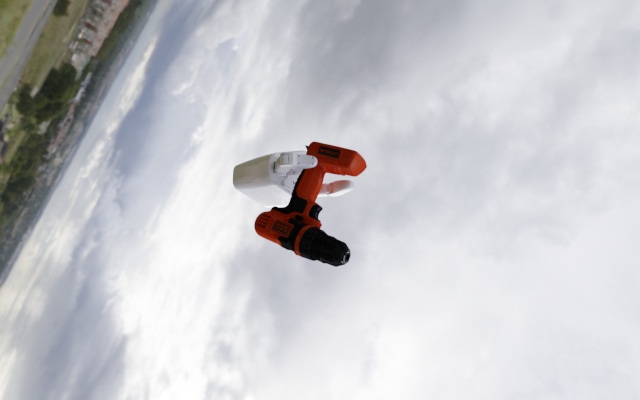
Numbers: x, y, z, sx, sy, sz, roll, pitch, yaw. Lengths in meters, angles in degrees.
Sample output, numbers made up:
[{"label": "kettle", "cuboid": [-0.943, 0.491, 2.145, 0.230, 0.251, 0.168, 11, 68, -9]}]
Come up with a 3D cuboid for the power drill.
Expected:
[{"label": "power drill", "cuboid": [0.000, 0.002, 0.767, 0.184, 0.187, 0.057, 19, -18, 34]}]
